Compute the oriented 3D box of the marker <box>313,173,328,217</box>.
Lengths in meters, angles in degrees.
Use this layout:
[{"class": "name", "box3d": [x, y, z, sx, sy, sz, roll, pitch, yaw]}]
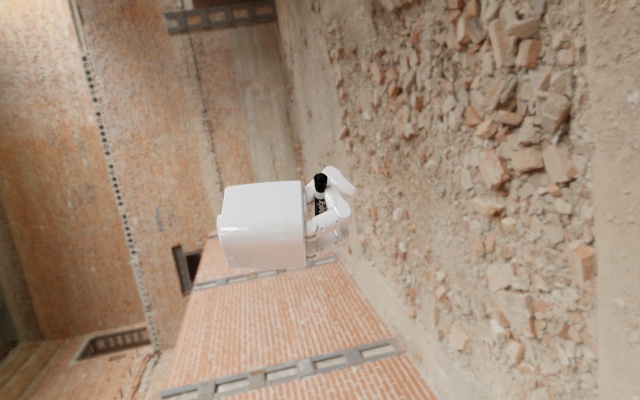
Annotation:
[{"class": "marker", "box3d": [0.000, 0.002, 0.668, 0.020, 0.020, 0.121, 0, -35, 0]}]
